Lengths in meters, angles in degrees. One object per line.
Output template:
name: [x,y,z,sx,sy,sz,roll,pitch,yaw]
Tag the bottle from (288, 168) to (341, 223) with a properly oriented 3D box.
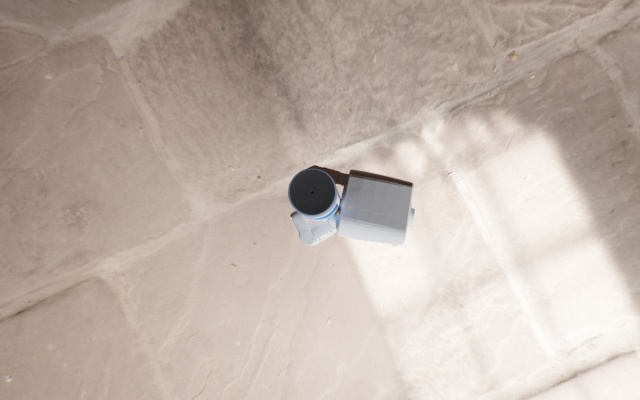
bottle: [0.000,0.003,0.787,0.069,0.069,0.296,0,-5,4]
